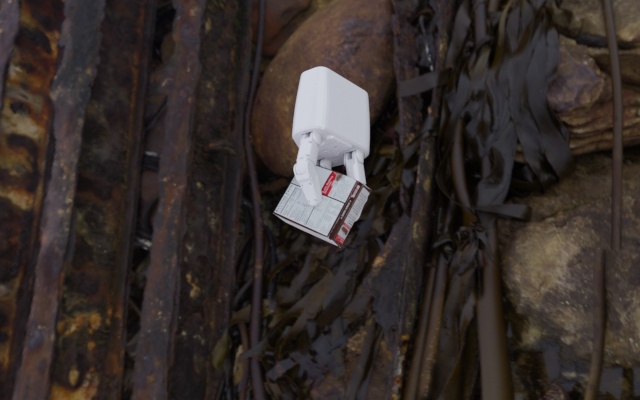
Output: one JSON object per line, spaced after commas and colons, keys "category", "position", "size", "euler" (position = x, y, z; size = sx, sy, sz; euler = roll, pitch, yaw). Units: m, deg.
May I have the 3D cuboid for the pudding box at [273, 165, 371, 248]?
{"category": "pudding box", "position": [0.000, 0.002, 0.657], "size": [0.113, 0.090, 0.039], "euler": [22, -10, 42]}
